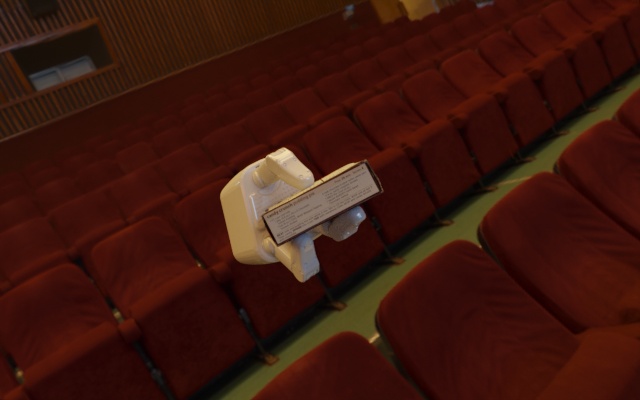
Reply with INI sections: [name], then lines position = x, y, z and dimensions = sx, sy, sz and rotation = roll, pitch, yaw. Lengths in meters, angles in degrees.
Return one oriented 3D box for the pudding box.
[pudding box]
position = 0.000, 0.001, 0.475
dimensions = 0.113, 0.039, 0.090
rotation = -30, 4, 0
